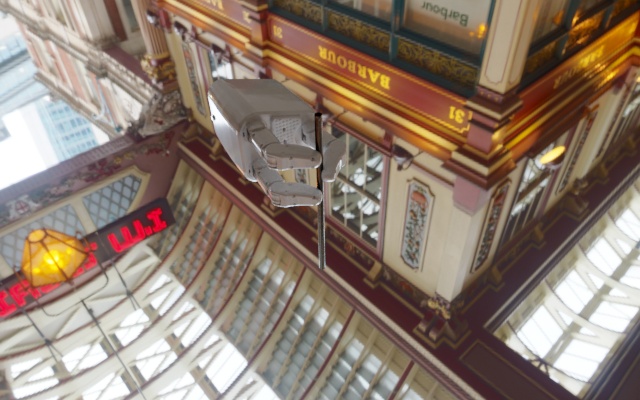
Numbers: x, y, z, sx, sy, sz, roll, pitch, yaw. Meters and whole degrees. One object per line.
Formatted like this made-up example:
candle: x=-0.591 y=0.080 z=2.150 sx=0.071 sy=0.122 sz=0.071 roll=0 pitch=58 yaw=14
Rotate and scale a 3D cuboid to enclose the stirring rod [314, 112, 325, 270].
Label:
stirring rod: x=0.000 y=0.002 z=0.561 sx=0.011 sy=0.240 sz=0.011 roll=-1 pitch=43 yaw=1
